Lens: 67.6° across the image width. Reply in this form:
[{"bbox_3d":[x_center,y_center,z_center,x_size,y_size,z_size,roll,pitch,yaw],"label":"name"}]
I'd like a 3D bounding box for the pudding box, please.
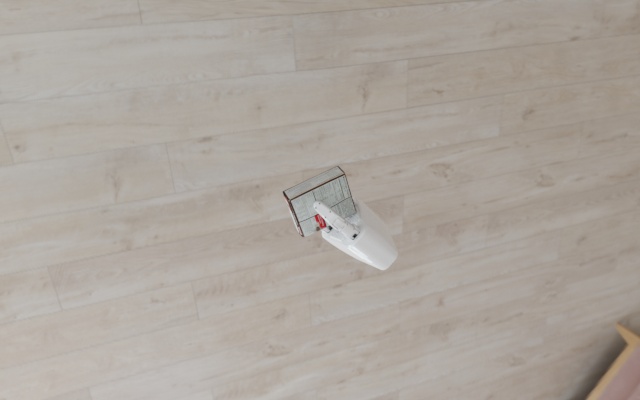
[{"bbox_3d":[0.000,0.003,0.845,0.113,0.090,0.039,-26,34,-11],"label":"pudding box"}]
